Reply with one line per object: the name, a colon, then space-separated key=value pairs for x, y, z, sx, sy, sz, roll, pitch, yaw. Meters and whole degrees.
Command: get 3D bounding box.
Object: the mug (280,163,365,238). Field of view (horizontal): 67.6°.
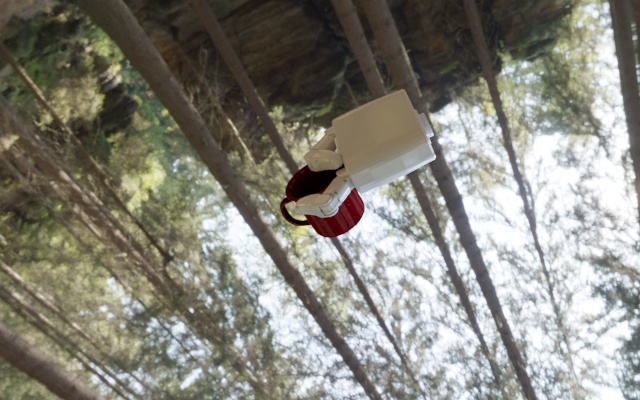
mug: x=-0.001 y=0.003 z=0.669 sx=0.117 sy=0.081 sz=0.093 roll=-24 pitch=32 yaw=14
